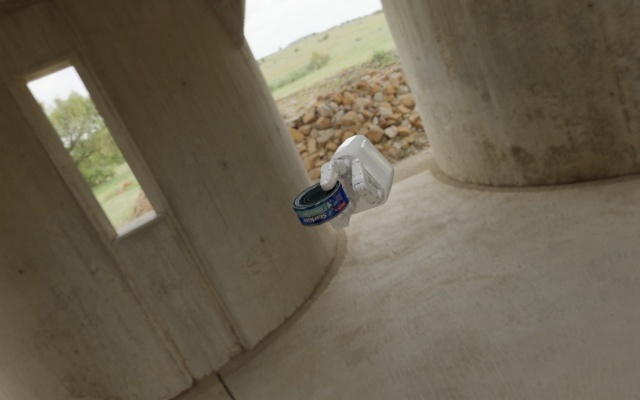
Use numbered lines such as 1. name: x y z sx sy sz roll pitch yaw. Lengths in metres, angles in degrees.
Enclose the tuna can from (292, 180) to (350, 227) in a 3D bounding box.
1. tuna can: 0.000 0.002 0.744 0.086 0.034 0.086 -23 22 10
